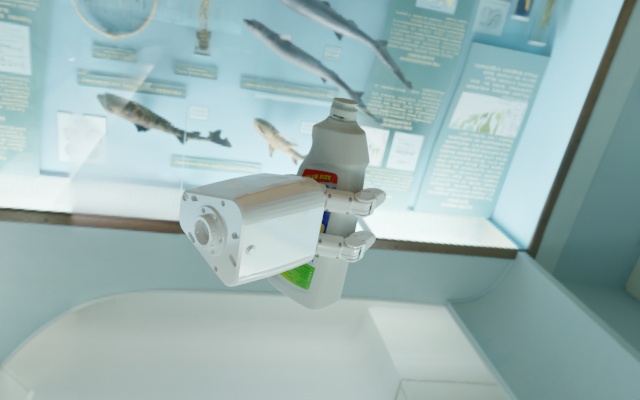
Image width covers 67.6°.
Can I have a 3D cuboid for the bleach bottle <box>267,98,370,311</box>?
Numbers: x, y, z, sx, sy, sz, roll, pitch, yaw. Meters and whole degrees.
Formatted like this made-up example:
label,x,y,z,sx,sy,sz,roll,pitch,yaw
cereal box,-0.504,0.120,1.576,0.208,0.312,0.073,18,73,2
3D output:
label,x,y,z,sx,sy,sz,roll,pitch,yaw
bleach bottle,0.000,0.002,0.572,0.102,0.251,0.068,29,28,37
